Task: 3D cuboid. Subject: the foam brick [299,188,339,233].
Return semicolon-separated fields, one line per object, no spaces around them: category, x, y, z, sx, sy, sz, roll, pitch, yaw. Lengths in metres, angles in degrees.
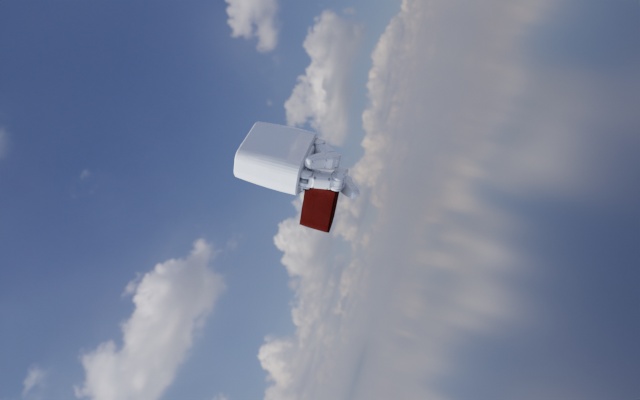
foam brick;0.000;0.003;0.780;0.051;0.078;0.053;13;28;5
